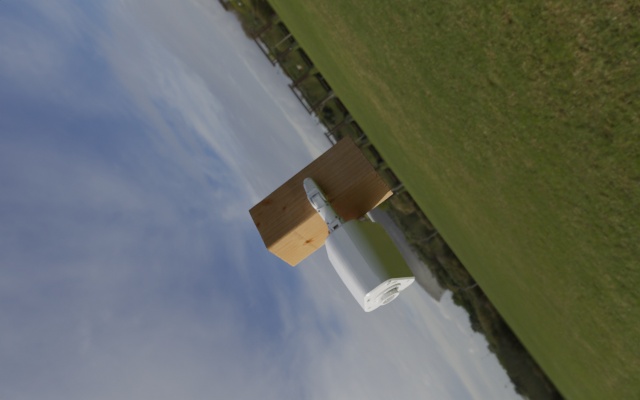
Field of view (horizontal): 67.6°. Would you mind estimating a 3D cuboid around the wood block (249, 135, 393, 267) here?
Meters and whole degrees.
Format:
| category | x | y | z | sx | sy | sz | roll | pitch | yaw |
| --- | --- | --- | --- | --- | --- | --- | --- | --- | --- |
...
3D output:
| category | x | y | z | sx | sy | sz | roll | pitch | yaw |
| --- | --- | --- | --- | --- | --- | --- | --- | --- | --- |
| wood block | 0.000 | 0.003 | 0.779 | 0.206 | 0.090 | 0.091 | -37 | -37 | 7 |
